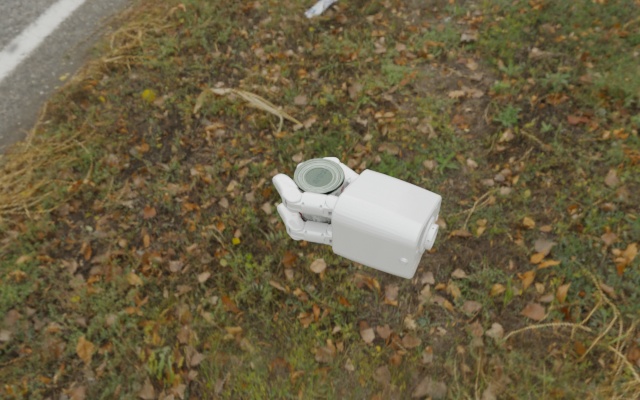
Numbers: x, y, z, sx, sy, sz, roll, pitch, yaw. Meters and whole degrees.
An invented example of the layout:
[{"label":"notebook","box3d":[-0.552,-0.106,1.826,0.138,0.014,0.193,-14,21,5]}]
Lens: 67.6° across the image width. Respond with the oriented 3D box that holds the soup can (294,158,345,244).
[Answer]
[{"label":"soup can","box3d":[0.000,0.002,0.647,0.068,0.068,0.102,0,-43,3]}]
